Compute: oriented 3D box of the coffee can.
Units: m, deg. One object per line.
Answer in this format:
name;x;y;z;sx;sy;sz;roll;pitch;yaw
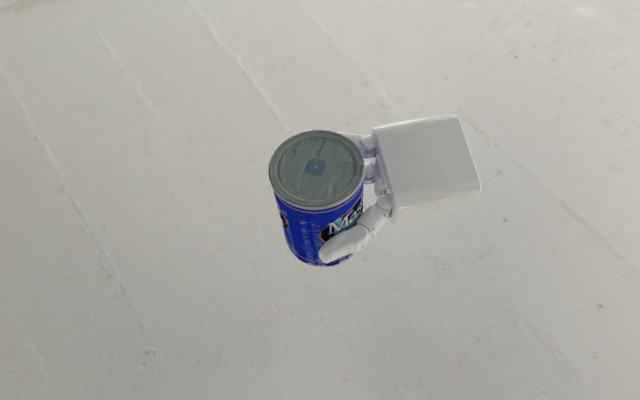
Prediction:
coffee can;0.000;0.002;0.562;0.103;0.102;0.140;0;-33;5
